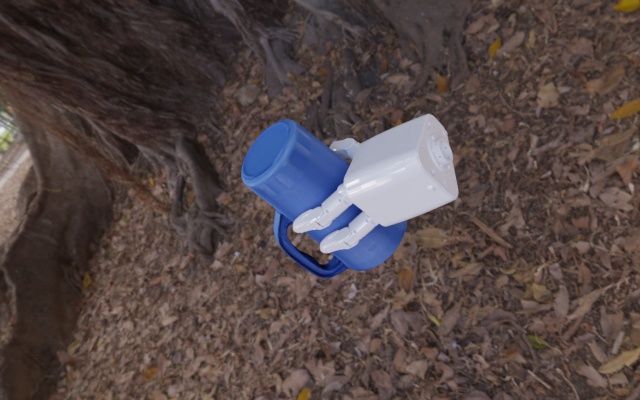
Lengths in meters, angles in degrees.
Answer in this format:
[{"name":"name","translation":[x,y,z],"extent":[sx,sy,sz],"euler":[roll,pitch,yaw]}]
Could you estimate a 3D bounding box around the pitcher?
[{"name":"pitcher","translation":[0.000,0.002,0.697],"extent":[0.145,0.149,0.243],"euler":[-20,-45,39]}]
